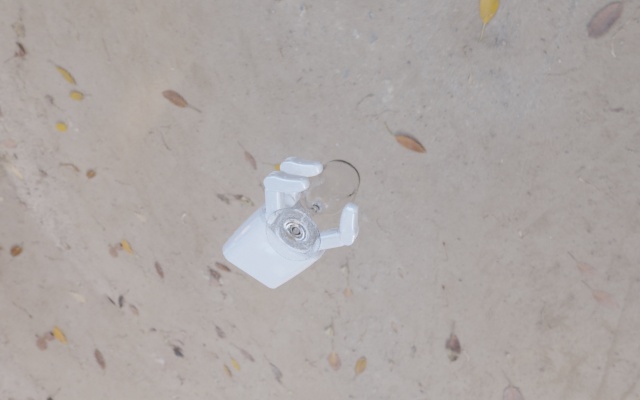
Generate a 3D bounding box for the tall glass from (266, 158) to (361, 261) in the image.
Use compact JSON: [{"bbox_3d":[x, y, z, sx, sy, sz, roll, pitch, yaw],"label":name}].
[{"bbox_3d":[0.000,0.002,0.672,0.079,0.079,0.201,0,25,23],"label":"tall glass"}]
